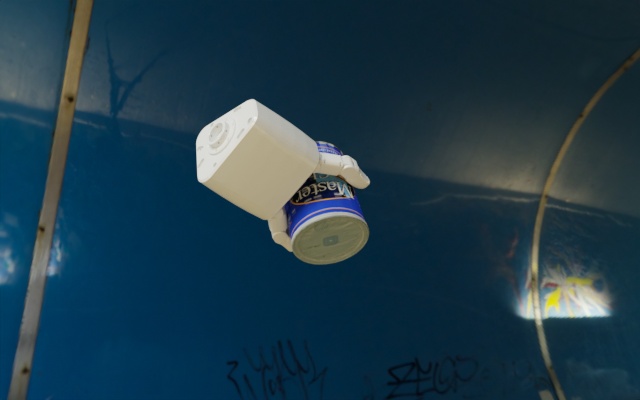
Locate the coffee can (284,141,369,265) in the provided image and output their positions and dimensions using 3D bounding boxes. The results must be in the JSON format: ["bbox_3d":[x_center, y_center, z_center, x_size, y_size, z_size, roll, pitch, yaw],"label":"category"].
[{"bbox_3d":[0.000,0.002,0.661,0.103,0.140,0.103,-8,-41,-7],"label":"coffee can"}]
